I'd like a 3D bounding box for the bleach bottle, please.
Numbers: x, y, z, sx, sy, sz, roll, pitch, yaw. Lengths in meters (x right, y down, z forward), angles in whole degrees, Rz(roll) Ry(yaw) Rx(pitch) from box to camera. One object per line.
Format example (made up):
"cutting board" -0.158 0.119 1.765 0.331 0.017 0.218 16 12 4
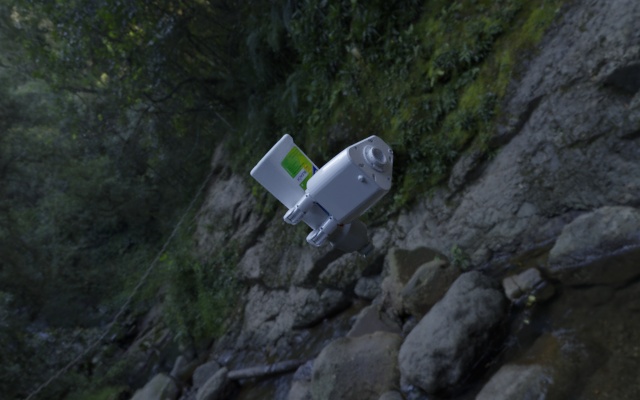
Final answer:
"bleach bottle" 0.000 0.003 0.843 0.068 0.251 0.102 -41 10 41
